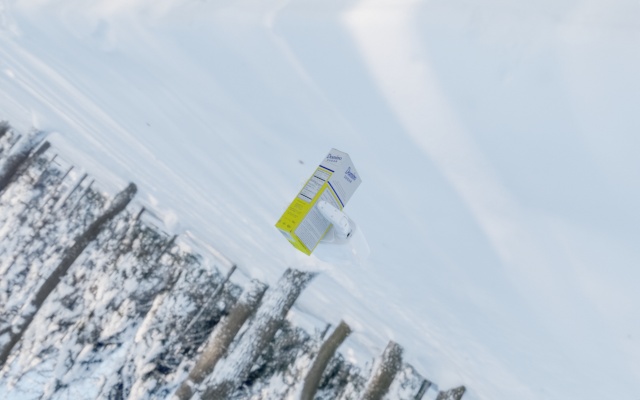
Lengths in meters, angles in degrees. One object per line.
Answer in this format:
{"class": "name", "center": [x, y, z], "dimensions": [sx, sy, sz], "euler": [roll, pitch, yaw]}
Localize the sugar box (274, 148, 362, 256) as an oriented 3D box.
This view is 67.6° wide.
{"class": "sugar box", "center": [0.000, 0.003, 0.854], "dimensions": [0.048, 0.176, 0.093], "euler": [23, -20, 33]}
